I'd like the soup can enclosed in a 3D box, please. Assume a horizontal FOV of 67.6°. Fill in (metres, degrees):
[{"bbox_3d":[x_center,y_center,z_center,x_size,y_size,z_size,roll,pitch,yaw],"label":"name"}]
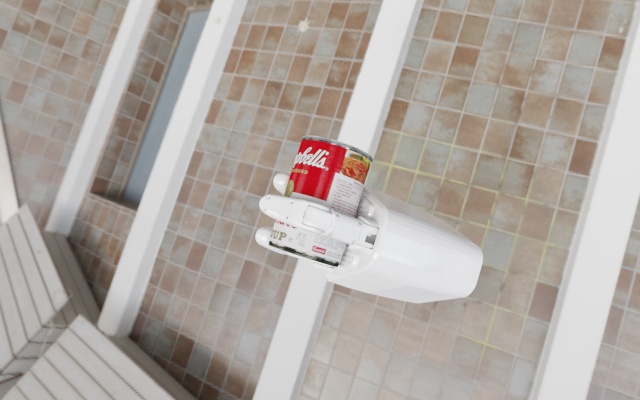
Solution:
[{"bbox_3d":[0.000,0.002,0.429,0.068,0.102,0.068,18,-5,2],"label":"soup can"}]
